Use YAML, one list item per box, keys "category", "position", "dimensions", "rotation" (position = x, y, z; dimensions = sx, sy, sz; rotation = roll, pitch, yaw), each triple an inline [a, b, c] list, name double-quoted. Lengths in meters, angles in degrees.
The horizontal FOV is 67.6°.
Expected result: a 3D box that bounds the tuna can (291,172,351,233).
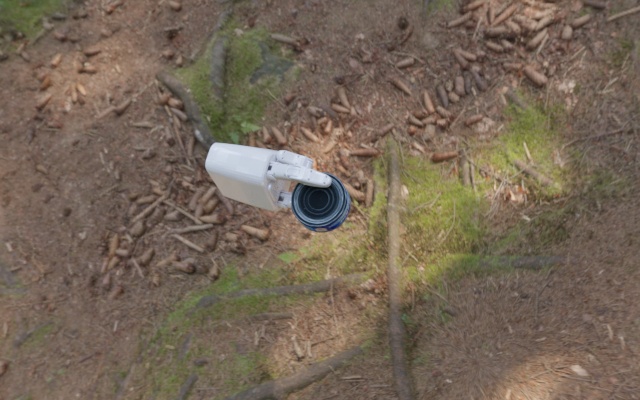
- category: "tuna can"
  position: [0.000, 0.002, 0.704]
  dimensions: [0.086, 0.086, 0.034]
  rotation: [0, -16, 12]
